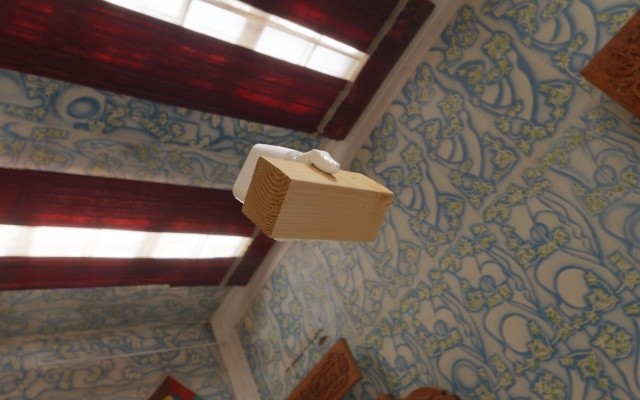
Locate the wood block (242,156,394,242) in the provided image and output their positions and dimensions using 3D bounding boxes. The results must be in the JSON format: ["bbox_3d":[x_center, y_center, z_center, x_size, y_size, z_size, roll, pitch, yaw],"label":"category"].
[{"bbox_3d":[0.000,0.002,0.725,0.206,0.091,0.090,6,21,-41],"label":"wood block"}]
